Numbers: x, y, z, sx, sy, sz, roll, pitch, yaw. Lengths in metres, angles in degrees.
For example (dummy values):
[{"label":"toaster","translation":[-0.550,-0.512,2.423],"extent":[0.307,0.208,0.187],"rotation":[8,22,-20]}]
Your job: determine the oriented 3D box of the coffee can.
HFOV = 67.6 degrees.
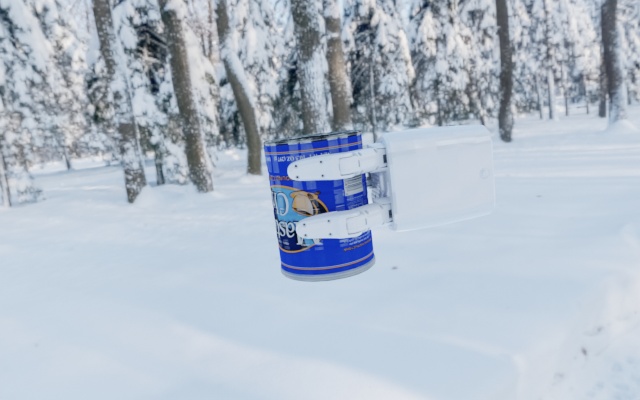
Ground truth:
[{"label":"coffee can","translation":[0.000,0.002,0.503],"extent":[0.103,0.140,0.103],"rotation":[-7,10,1]}]
